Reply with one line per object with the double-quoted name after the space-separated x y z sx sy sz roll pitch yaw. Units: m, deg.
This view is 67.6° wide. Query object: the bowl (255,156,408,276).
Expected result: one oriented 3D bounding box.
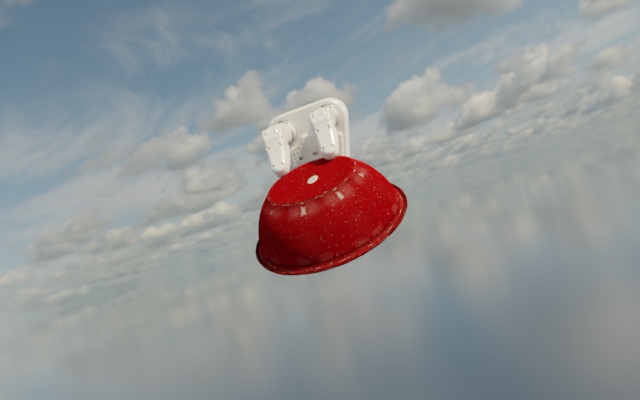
0.000 0.002 0.469 0.162 0.055 0.162 -19 26 9 "bowl"
